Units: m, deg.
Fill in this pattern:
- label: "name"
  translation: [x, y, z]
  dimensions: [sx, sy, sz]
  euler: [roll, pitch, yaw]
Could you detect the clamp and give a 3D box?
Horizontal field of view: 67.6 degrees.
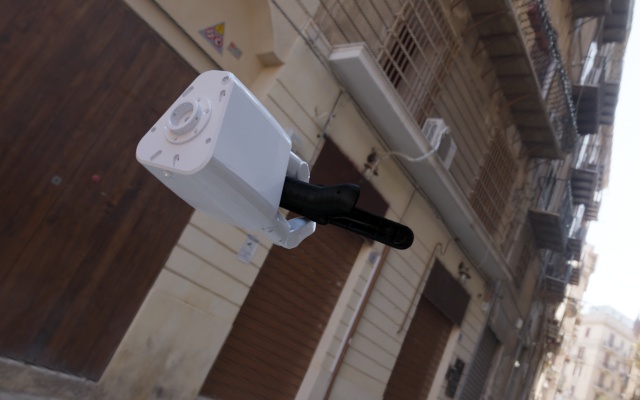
- label: "clamp"
  translation: [0.000, 0.001, 0.477]
  dimensions: [0.171, 0.039, 0.120]
  euler: [14, -20, 33]
